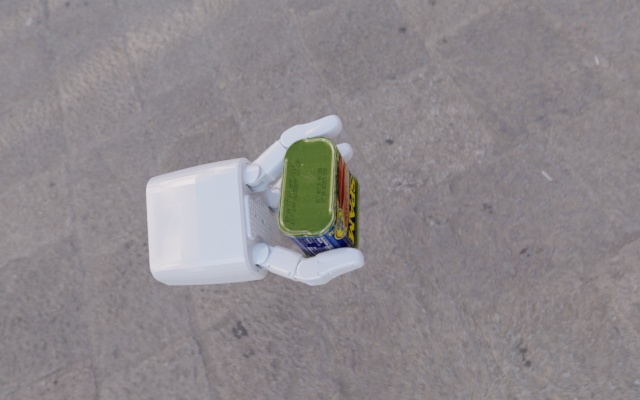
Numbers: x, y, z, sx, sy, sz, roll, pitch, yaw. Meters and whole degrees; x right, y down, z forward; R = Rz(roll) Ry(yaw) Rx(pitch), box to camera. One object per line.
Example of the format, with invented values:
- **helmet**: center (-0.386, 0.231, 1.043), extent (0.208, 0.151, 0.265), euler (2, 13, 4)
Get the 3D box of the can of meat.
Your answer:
- **can of meat**: center (0.000, 0.001, 0.454), extent (0.057, 0.102, 0.084), euler (-5, -24, 17)
